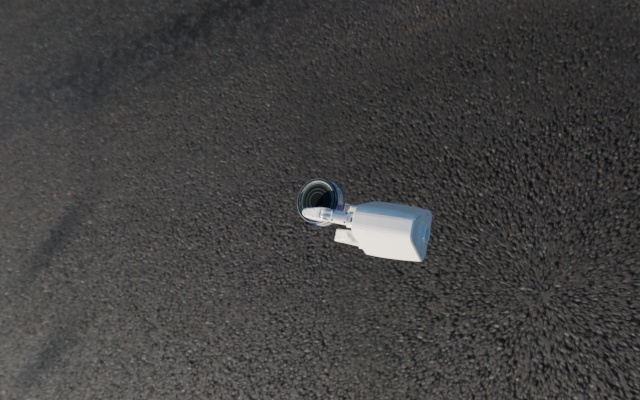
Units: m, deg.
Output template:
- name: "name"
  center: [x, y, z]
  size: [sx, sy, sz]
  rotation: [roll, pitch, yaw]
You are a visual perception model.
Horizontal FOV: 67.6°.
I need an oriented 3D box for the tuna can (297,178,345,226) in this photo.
- name: "tuna can"
  center: [0.000, 0.003, 0.875]
  size: [0.086, 0.086, 0.034]
  rotation: [0, -11, 31]
